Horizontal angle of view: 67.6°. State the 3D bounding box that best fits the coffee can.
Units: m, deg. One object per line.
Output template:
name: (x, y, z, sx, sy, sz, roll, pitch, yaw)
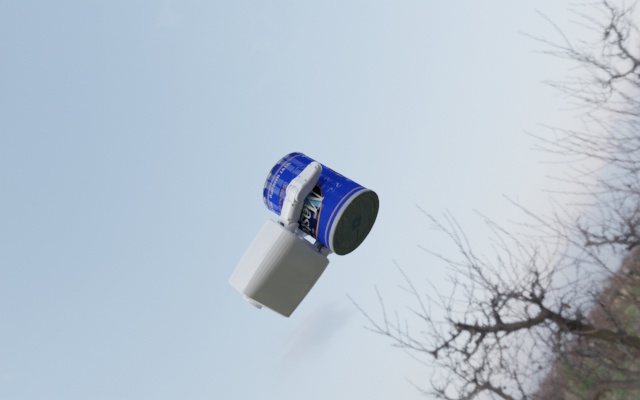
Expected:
coffee can: (0.000, 0.002, 0.699, 0.140, 0.103, 0.103, 31, 17, 32)
